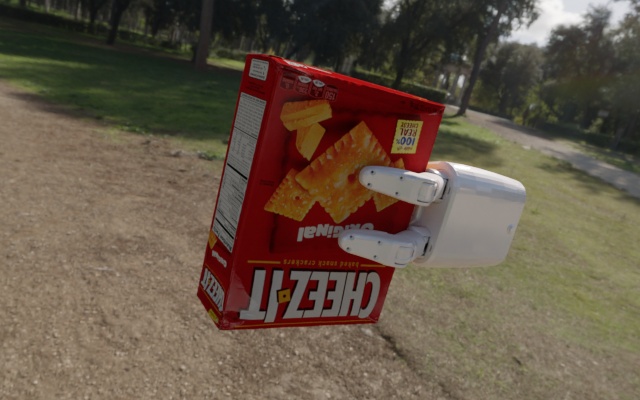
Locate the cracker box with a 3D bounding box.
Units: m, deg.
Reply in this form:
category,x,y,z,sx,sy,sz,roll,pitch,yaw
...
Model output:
category,x,y,z,sx,sy,sz,roll,pitch,yaw
cracker box,0.000,0.001,0.412,0.164,0.214,0.072,7,15,-31
